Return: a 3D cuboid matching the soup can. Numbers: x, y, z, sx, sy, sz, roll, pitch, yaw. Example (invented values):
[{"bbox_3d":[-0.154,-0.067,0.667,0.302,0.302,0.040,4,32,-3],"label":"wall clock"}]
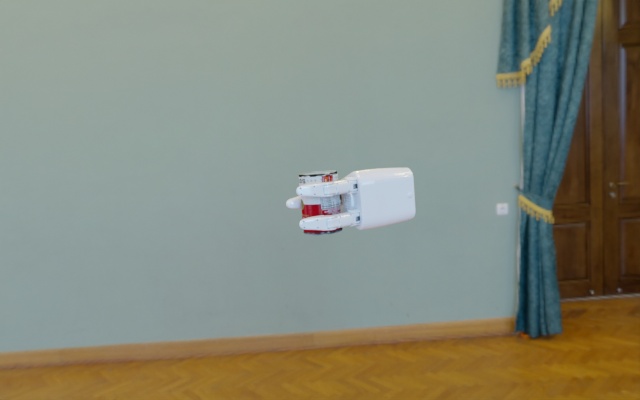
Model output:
[{"bbox_3d":[0.000,0.002,0.814,0.068,0.102,0.068,-5,8,1],"label":"soup can"}]
